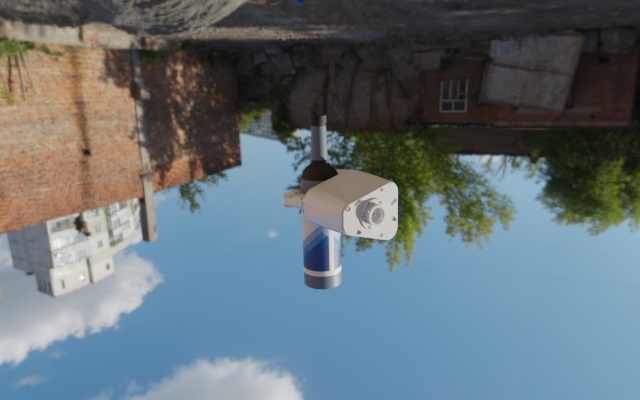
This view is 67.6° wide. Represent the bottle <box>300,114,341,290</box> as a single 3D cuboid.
[{"bbox_3d":[0.000,0.003,0.817,0.069,0.296,0.069,-2,14,0],"label":"bottle"}]
